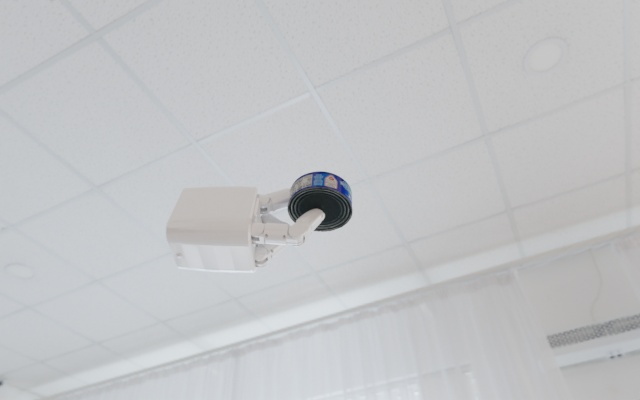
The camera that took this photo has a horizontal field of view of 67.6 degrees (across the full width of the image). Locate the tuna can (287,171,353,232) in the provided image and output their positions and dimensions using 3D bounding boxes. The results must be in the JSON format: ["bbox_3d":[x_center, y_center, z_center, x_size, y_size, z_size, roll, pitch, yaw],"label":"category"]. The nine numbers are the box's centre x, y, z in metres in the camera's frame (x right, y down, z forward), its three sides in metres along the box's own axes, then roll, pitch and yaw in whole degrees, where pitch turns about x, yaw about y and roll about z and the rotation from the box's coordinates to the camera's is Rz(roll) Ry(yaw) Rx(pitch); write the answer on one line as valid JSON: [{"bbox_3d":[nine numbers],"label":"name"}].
[{"bbox_3d":[0.000,0.002,0.637,0.086,0.033,0.086,2,-43,2],"label":"tuna can"}]
